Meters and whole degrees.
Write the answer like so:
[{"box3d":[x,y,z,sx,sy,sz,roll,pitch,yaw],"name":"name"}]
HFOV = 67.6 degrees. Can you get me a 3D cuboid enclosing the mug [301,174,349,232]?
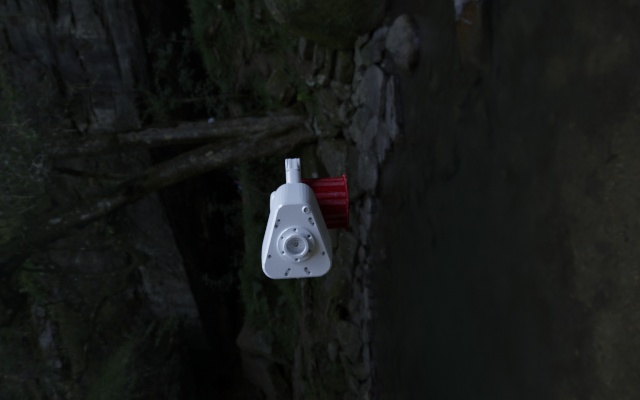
[{"box3d":[0.000,0.002,0.773,0.081,0.093,0.117,-2,13,-2],"name":"mug"}]
